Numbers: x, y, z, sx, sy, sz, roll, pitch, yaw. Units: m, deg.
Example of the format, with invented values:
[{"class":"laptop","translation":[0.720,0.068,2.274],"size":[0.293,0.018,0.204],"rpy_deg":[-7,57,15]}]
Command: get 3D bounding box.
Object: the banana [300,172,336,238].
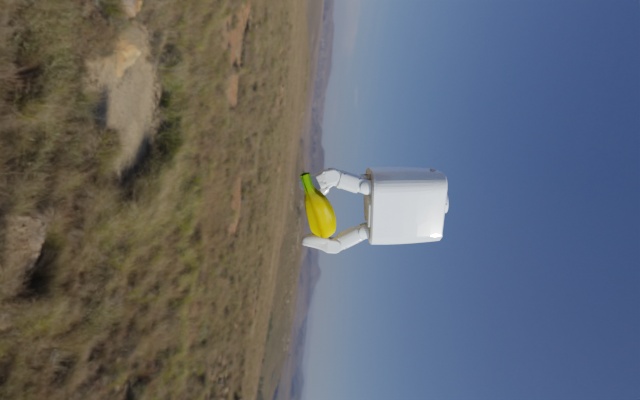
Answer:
[{"class":"banana","translation":[0.002,0.019,0.668],"size":[0.037,0.069,0.198],"rpy_deg":[-7,-14,2]}]
